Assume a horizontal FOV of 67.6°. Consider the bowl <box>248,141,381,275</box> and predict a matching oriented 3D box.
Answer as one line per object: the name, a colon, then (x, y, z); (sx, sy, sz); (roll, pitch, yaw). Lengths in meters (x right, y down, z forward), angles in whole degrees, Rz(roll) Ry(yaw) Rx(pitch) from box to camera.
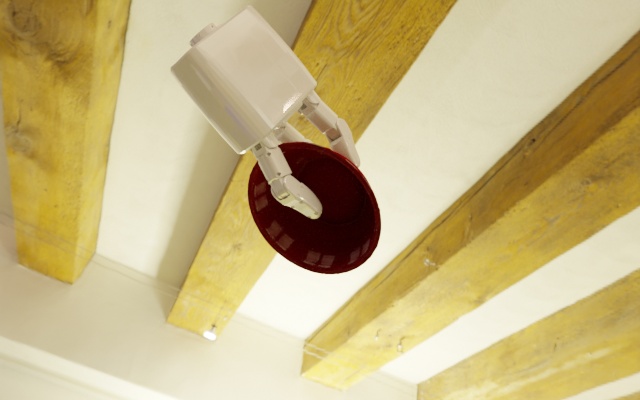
bowl: (0.001, 0.003, 0.538); (0.162, 0.162, 0.055); (0, 26, 29)
